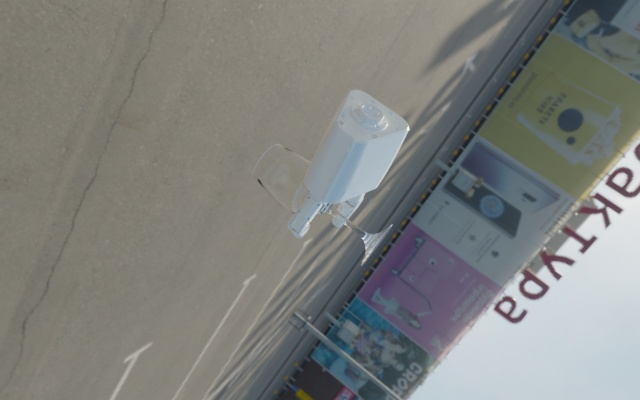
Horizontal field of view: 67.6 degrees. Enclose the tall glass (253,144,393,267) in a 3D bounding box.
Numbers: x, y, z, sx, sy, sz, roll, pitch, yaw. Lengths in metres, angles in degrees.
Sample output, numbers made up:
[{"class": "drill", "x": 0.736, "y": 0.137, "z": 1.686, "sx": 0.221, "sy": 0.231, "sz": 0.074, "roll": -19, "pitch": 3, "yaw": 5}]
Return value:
[{"class": "tall glass", "x": 0.001, "y": 0.003, "z": 0.673, "sx": 0.201, "sy": 0.079, "sz": 0.079, "roll": 37, "pitch": 8, "yaw": 11}]
